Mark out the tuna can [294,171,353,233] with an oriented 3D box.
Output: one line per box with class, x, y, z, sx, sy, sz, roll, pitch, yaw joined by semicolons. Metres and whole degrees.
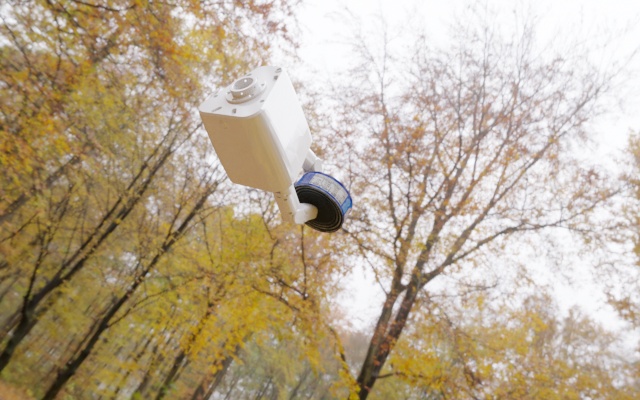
tuna can;0.000;0.002;0.655;0.086;0.086;0.033;0;40;39
